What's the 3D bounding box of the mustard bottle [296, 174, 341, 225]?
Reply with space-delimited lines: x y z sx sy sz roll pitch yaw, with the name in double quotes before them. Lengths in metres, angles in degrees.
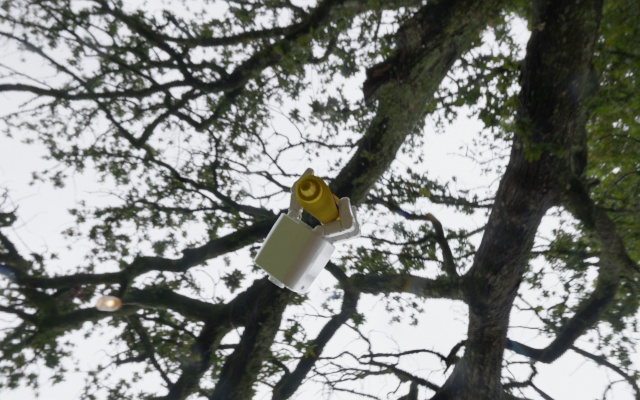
"mustard bottle" 0.000 0.003 0.859 0.058 0.096 0.192 -34 -22 5
